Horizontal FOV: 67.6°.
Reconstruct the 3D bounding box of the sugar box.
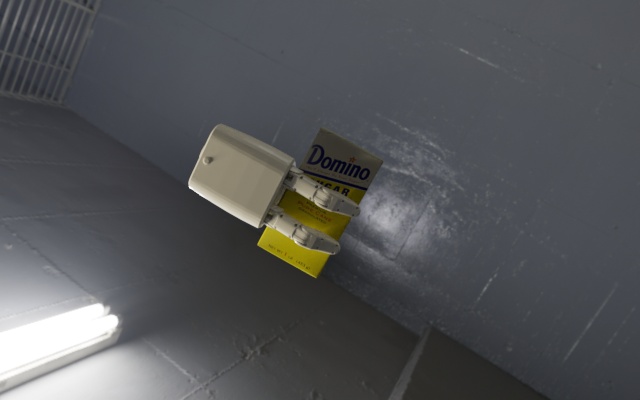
[{"bbox_3d":[0.000,0.002,0.626,0.093,0.176,0.048,28,12,1],"label":"sugar box"}]
